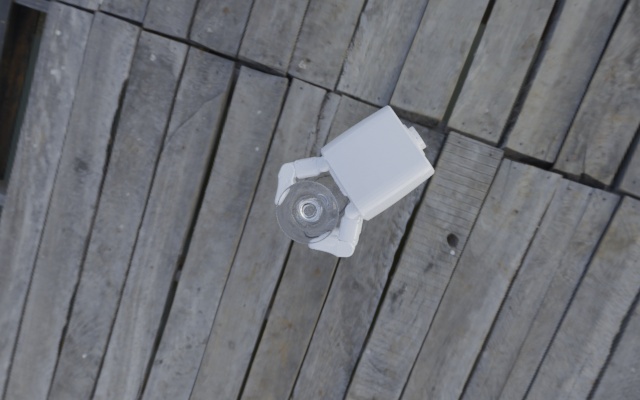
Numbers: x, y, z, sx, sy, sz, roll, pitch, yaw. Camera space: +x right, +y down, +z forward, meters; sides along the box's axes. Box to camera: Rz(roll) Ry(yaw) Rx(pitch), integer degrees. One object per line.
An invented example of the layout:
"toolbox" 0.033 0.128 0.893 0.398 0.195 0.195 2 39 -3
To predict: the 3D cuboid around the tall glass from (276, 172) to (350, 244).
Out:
"tall glass" 0.000 0.002 0.651 0.079 0.079 0.201 0 7 9
